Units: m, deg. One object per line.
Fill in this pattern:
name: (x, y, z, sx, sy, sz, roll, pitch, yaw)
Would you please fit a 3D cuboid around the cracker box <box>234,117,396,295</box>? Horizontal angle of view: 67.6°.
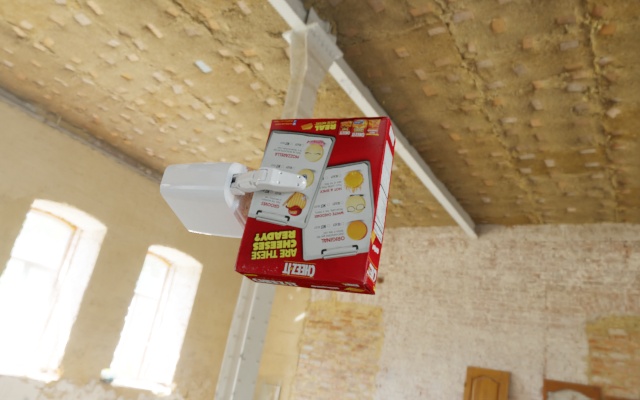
cracker box: (0.000, 0.002, 0.604, 0.164, 0.213, 0.072, 2, -22, 21)
